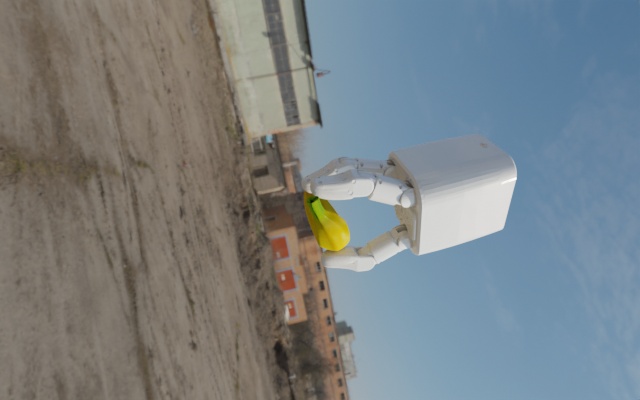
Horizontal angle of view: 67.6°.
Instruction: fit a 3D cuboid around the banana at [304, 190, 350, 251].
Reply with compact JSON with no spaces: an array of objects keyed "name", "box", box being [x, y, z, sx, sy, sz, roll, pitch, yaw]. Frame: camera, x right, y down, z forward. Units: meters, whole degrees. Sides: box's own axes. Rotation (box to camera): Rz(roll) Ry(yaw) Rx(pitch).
[{"name":"banana","box":[0.006,0.020,0.543,0.037,0.069,0.198,-17,4,-3]}]
